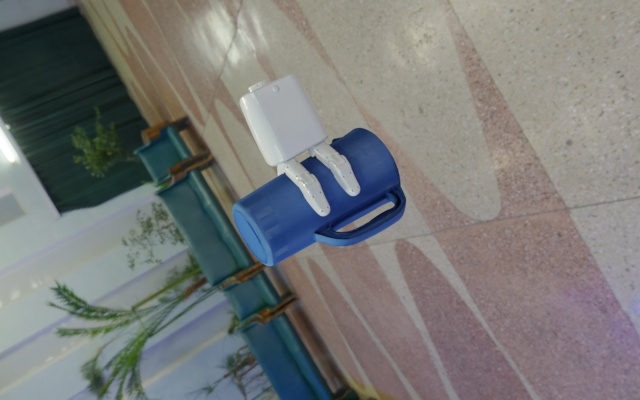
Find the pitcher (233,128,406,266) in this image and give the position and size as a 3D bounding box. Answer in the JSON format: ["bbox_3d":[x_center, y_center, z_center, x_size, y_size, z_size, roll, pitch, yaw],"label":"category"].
[{"bbox_3d":[0.000,0.002,0.728,0.243,0.145,0.149,-31,12,-21],"label":"pitcher"}]
